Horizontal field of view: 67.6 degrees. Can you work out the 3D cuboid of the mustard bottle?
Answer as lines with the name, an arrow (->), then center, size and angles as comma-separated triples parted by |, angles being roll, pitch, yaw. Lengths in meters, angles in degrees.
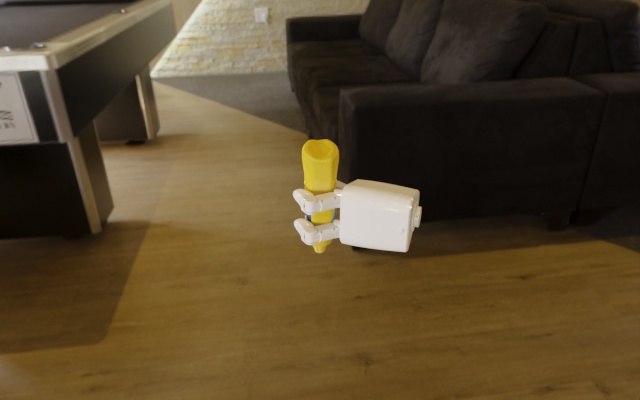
mustard bottle -> 0.000, 0.002, 0.790 | 0.058, 0.192, 0.096 | -3, 28, -5
